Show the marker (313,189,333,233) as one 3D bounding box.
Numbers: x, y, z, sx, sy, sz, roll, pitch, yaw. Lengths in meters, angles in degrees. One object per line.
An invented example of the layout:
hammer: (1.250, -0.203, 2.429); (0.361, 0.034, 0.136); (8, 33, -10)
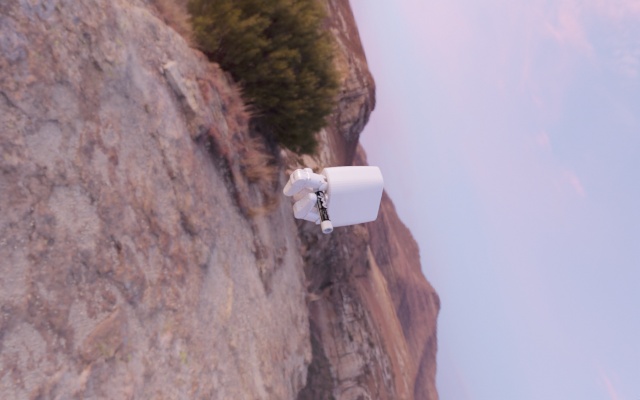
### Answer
marker: (0.000, 0.003, 0.853); (0.020, 0.121, 0.020); (-10, -32, -7)
